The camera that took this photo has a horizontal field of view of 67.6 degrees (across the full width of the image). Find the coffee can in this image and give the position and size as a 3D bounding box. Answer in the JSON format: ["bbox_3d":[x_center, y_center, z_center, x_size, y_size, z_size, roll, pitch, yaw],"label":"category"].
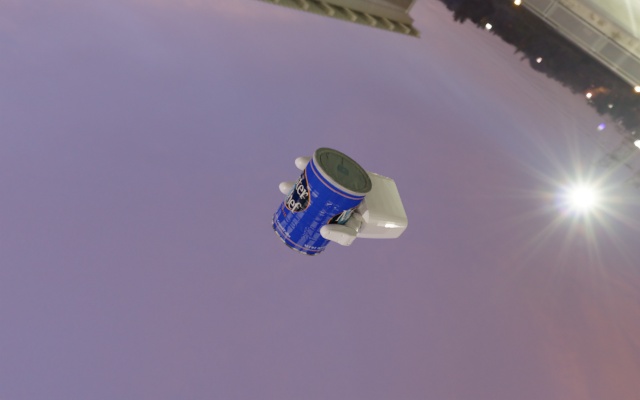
[{"bbox_3d":[0.000,0.002,0.751,0.103,0.140,0.102,26,31,-17],"label":"coffee can"}]
